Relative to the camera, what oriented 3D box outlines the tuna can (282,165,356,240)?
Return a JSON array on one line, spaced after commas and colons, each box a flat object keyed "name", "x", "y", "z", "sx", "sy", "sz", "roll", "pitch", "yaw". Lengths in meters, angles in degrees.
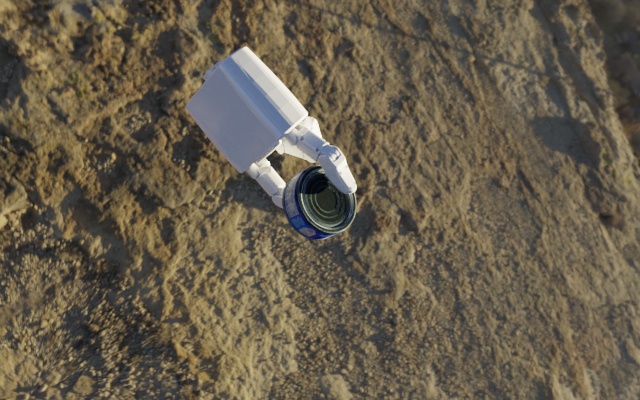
[{"name": "tuna can", "x": 0.000, "y": 0.002, "z": 0.563, "sx": 0.086, "sy": 0.086, "sz": 0.034, "roll": 0, "pitch": -15, "yaw": -35}]
